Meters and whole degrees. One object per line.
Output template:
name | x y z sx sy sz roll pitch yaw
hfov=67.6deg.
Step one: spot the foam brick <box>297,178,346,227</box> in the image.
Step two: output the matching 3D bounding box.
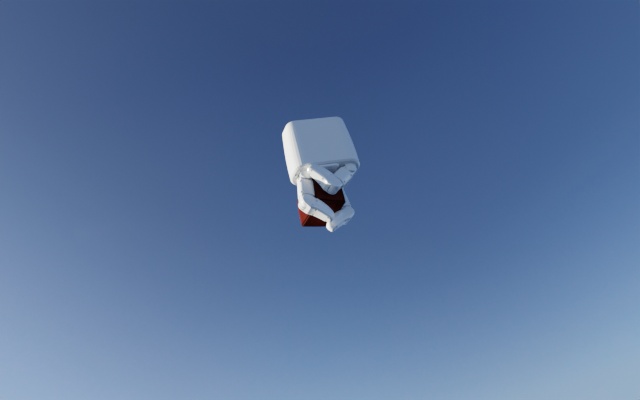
foam brick | 0.000 0.003 0.805 0.053 0.051 0.078 3 -37 -25
